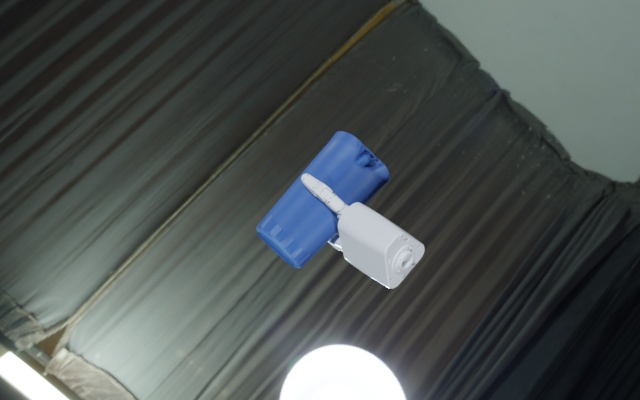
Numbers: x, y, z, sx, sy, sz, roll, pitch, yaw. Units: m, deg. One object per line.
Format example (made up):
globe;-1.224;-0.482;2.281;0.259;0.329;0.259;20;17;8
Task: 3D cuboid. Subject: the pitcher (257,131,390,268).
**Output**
pitcher;0.000;0.003;0.878;0.145;0.243;0.149;33;-16;39
